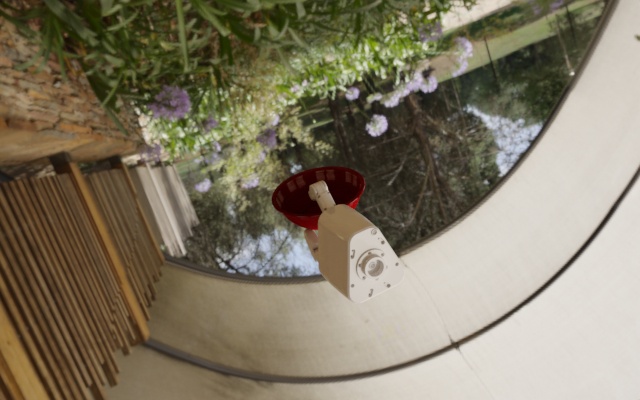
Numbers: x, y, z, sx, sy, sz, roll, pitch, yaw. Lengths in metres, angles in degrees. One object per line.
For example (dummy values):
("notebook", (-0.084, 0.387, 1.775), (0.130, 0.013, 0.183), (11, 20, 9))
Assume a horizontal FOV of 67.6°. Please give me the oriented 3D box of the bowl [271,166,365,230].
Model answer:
("bowl", (0.000, 0.002, 0.824), (0.162, 0.055, 0.162), (-9, 32, 6))
